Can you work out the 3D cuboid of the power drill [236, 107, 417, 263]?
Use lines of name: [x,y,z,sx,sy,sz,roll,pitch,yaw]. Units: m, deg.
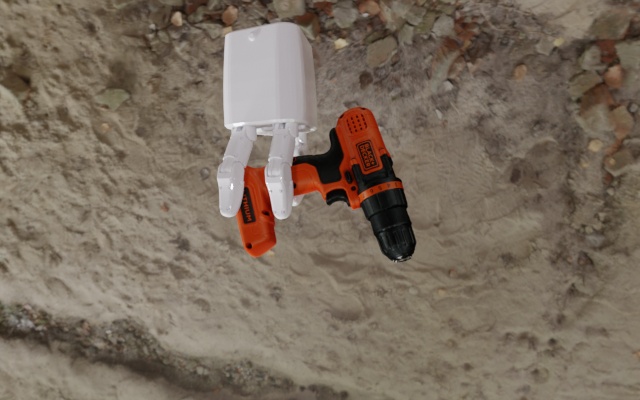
power drill: [0.000,0.002,0.543,0.187,0.184,0.057,-18,-18,4]
